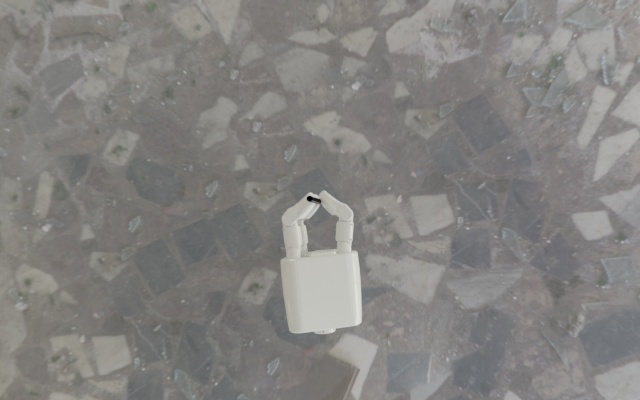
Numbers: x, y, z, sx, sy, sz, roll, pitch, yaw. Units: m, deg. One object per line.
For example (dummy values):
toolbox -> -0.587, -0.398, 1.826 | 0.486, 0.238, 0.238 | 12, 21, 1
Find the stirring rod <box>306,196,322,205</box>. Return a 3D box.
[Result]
stirring rod -> 0.000, 0.002, 0.729 | 0.011, 0.011, 0.239 | 0, -2, 7
